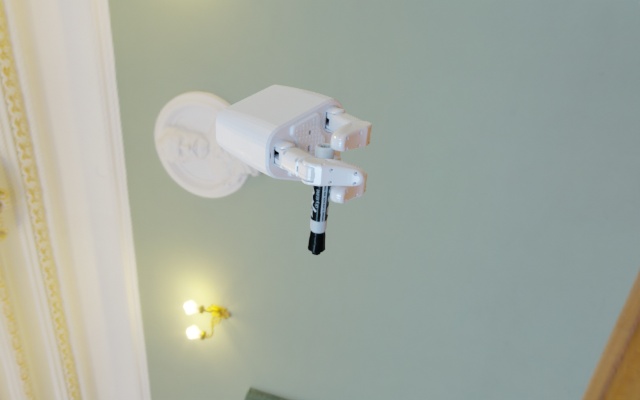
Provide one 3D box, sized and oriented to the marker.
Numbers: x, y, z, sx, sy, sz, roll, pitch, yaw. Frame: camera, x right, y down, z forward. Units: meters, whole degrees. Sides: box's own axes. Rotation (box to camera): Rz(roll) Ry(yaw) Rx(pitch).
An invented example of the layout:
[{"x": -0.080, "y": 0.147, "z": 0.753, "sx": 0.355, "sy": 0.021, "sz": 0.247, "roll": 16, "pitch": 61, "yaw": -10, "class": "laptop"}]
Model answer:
[{"x": 0.000, "y": 0.002, "z": 0.488, "sx": 0.020, "sy": 0.121, "sz": 0.020, "roll": 4, "pitch": 24, "yaw": -2, "class": "marker"}]
